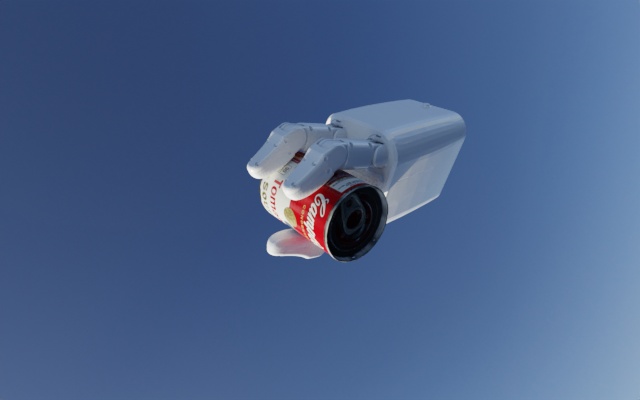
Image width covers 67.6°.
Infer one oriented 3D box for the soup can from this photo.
[{"bbox_3d":[-0.001,0.002,0.422,0.068,0.068,0.102,0,21,-41],"label":"soup can"}]
